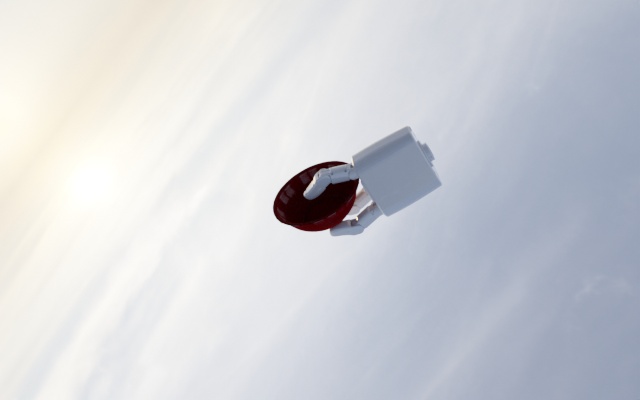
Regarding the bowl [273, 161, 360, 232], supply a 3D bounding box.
[{"bbox_3d":[-0.001,0.003,0.832,0.162,0.055,0.162,-18,37,14],"label":"bowl"}]
